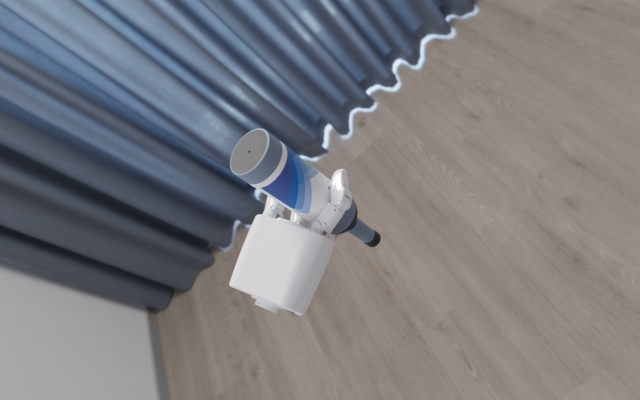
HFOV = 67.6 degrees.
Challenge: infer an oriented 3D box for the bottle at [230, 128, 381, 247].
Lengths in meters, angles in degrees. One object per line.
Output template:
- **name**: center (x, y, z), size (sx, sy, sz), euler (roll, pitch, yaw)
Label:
- **bottle**: center (0.000, 0.002, 0.684), size (0.069, 0.069, 0.296), euler (0, -25, 41)
